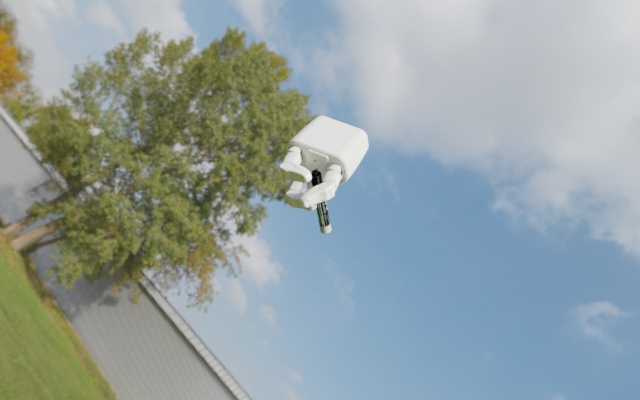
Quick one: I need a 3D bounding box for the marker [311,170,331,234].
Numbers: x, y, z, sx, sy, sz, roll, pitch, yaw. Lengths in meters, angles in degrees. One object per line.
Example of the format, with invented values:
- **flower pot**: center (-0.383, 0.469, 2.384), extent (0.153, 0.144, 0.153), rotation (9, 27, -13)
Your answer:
- **marker**: center (0.000, 0.003, 0.777), extent (0.020, 0.121, 0.020), rotation (-7, 35, 5)
